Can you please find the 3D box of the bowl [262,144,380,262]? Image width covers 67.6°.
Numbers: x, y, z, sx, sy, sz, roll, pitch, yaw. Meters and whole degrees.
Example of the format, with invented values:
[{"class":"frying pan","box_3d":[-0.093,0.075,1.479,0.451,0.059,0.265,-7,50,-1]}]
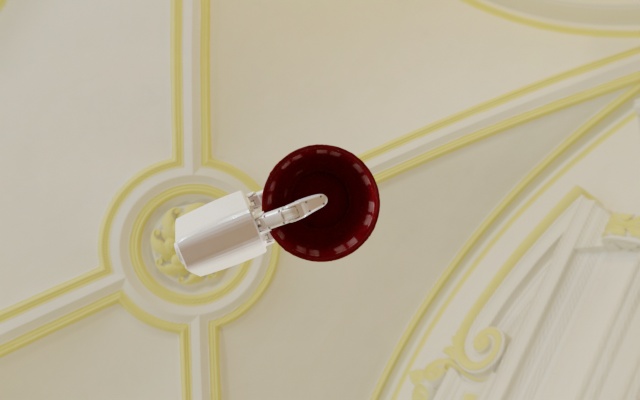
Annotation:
[{"class":"bowl","box_3d":[0.001,0.002,0.674,0.162,0.162,0.055,0,6,-1]}]
